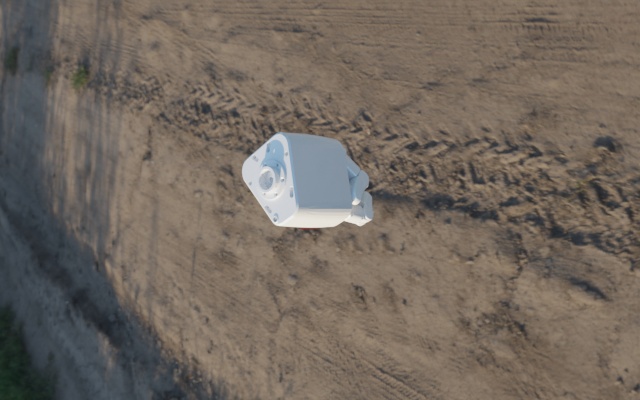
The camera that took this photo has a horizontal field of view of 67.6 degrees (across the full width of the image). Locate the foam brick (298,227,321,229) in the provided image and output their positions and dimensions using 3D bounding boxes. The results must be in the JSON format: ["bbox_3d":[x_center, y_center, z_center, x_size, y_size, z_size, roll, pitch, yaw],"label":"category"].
[{"bbox_3d":[0.000,0.003,0.700,0.078,0.053,0.051,-34,-21,34],"label":"foam brick"}]
